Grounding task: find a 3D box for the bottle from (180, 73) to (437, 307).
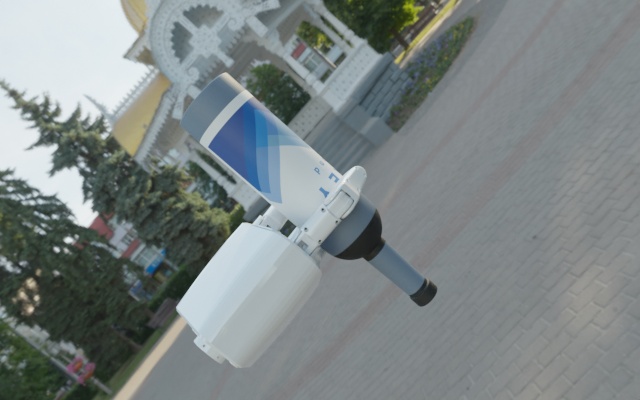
[{"bbox_3d":[0.000,0.001,0.467,0.296,0.069,0.069,41,-7,-8],"label":"bottle"}]
